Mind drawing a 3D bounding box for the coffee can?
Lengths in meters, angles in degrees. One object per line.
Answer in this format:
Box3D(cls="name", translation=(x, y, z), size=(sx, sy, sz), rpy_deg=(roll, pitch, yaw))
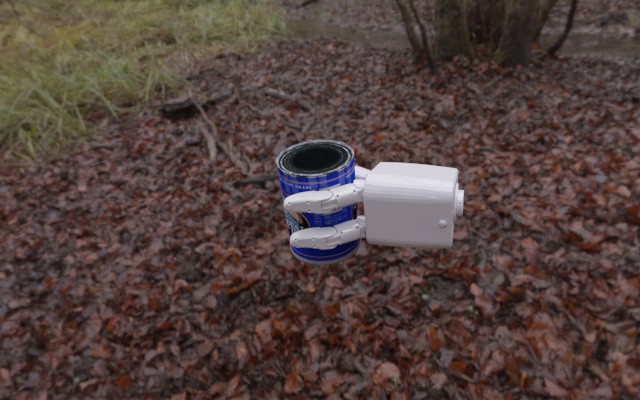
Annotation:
Box3D(cls="coffee can", translation=(0.000, 0.002, 0.653), size=(0.103, 0.140, 0.102), rpy_deg=(-5, 32, 3))
